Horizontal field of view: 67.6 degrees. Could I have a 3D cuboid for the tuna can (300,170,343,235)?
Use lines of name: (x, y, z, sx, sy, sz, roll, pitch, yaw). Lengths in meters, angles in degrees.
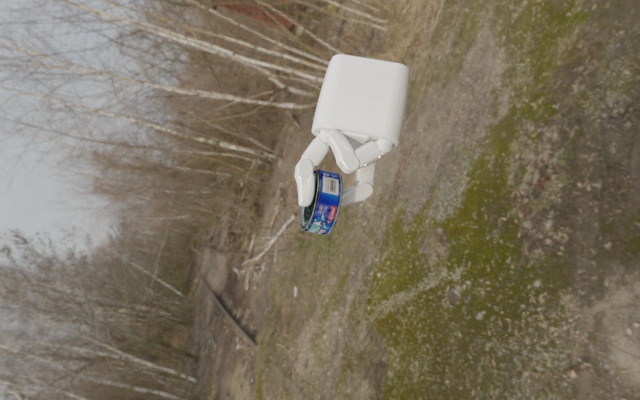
tuna can: (0.000, 0.002, 0.642, 0.034, 0.086, 0.086, 12, -3, -14)
